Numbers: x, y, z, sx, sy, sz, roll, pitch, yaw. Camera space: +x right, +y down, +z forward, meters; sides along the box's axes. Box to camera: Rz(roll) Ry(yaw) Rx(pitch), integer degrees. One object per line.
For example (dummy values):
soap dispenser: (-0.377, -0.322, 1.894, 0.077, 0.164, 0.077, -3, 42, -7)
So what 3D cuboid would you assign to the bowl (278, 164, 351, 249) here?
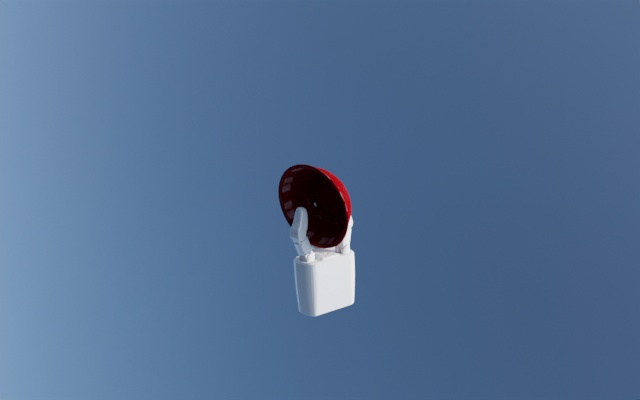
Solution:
bowl: (0.000, 0.001, 0.858, 0.162, 0.162, 0.055, 0, 23, 44)
